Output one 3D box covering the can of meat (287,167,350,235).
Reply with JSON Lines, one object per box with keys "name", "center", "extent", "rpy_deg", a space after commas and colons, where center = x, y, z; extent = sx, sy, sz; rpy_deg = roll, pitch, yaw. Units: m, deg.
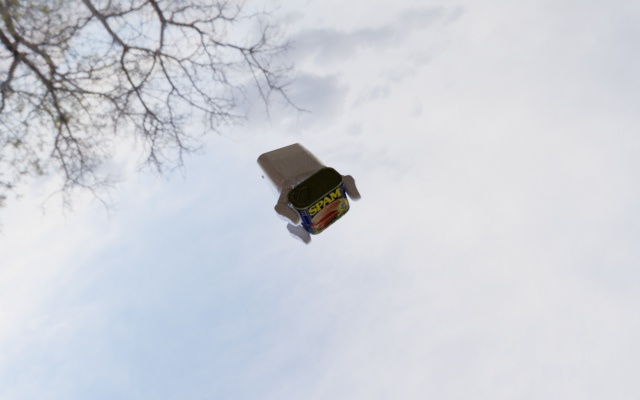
{"name": "can of meat", "center": [0.000, 0.003, 0.867], "extent": [0.102, 0.084, 0.057], "rpy_deg": [-35, 48, -13]}
